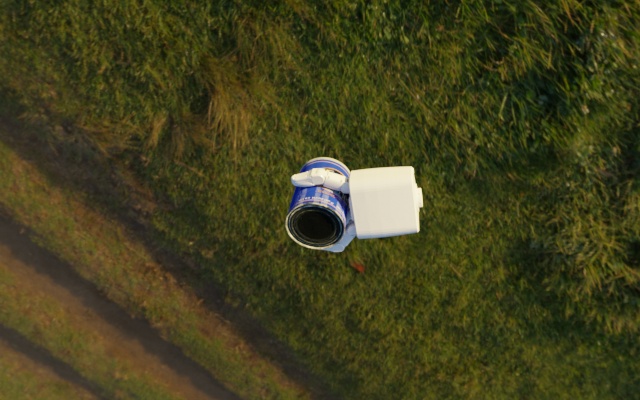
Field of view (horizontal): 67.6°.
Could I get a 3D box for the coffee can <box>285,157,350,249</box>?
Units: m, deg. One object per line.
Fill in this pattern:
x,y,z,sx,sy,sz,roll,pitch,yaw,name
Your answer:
0.000,0.003,0.856,0.103,0.103,0.140,0,38,10,coffee can
